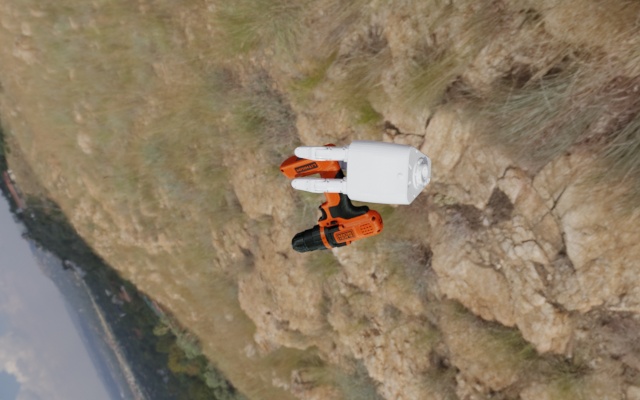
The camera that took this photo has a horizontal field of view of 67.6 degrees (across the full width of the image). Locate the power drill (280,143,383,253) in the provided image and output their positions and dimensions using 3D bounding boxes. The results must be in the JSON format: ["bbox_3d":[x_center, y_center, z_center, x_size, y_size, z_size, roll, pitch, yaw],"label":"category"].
[{"bbox_3d":[0.000,0.002,0.866,0.184,0.188,0.057,-18,22,21],"label":"power drill"}]
